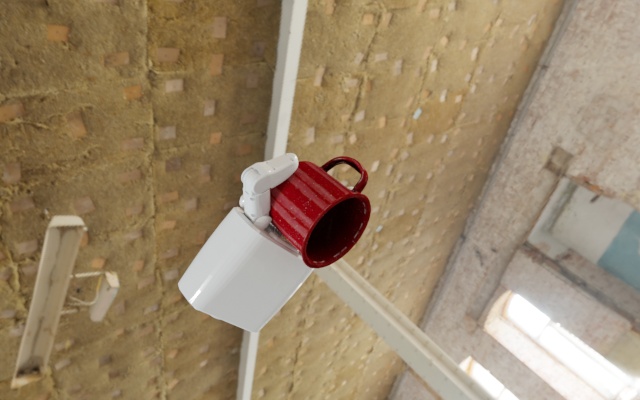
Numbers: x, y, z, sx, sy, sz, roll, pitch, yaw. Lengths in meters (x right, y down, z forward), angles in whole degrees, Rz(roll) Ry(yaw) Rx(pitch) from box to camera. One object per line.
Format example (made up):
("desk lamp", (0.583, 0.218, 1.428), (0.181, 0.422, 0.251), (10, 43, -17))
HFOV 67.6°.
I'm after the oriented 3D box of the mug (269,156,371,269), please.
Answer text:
("mug", (0.001, 0.000, 0.506), (0.081, 0.117, 0.093), (40, 1, 34))
